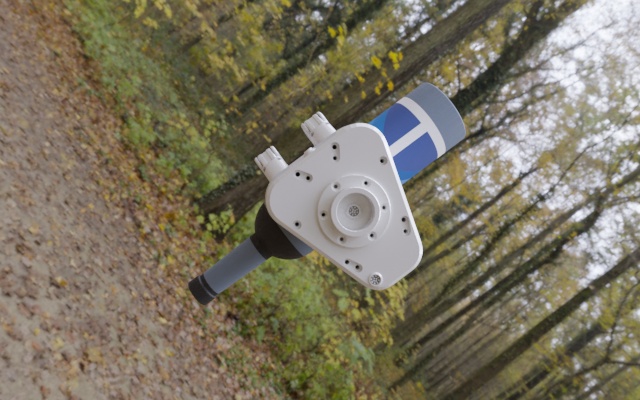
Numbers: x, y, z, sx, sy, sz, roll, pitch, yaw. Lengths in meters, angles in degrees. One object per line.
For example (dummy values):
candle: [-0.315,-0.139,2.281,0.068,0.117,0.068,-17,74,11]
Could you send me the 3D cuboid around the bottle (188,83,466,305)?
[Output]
bottle: [0.000,0.001,0.458,0.295,0.069,0.069,-37,1,-1]
